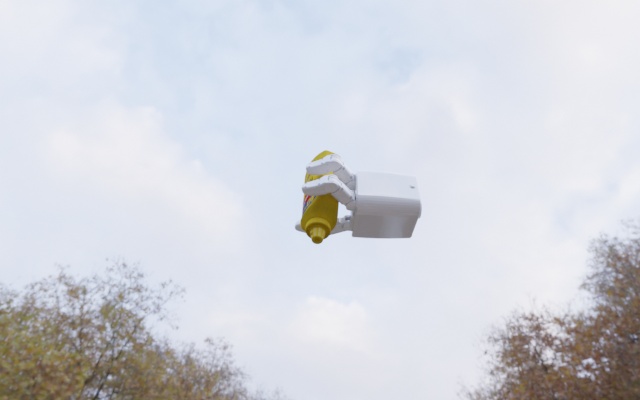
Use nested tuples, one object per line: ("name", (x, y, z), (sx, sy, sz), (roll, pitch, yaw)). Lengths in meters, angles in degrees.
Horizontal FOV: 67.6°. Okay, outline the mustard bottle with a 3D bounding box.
("mustard bottle", (0.000, 0.002, 0.819), (0.058, 0.096, 0.191), (22, 37, -15))
